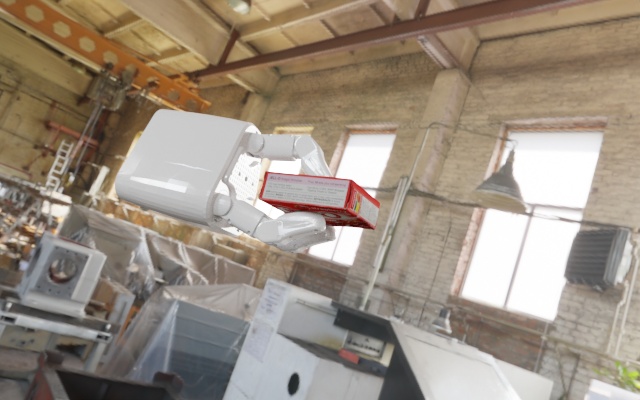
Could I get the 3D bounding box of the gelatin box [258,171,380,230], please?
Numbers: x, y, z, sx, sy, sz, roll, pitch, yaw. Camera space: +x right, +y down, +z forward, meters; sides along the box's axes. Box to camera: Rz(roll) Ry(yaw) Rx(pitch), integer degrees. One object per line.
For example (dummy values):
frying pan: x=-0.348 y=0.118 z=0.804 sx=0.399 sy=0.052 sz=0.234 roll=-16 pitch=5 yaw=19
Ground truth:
gelatin box: x=0.000 y=0.001 z=0.434 sx=0.089 sy=0.030 sz=0.073 roll=6 pitch=-14 yaw=27
